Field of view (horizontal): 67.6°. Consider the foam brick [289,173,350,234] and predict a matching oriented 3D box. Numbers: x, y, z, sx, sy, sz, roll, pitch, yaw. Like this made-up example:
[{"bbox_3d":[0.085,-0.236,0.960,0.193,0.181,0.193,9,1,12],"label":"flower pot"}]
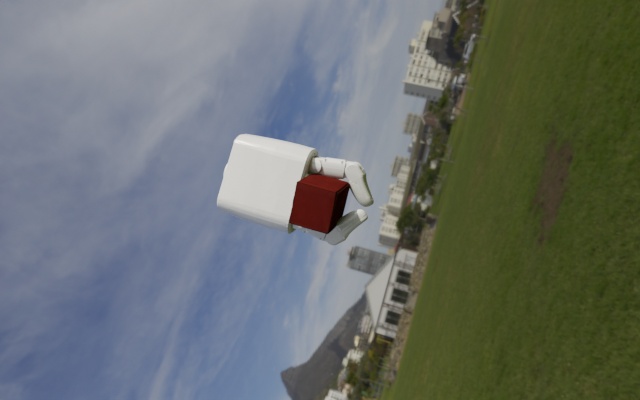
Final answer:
[{"bbox_3d":[0.000,0.002,0.586,0.051,0.053,0.078,16,14,11],"label":"foam brick"}]
